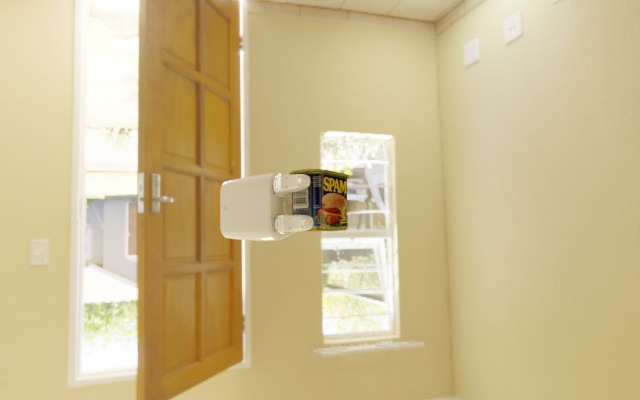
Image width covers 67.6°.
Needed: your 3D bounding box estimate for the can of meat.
[{"bbox_3d":[0.000,0.003,0.686,0.057,0.084,0.102,-3,-5,30],"label":"can of meat"}]
